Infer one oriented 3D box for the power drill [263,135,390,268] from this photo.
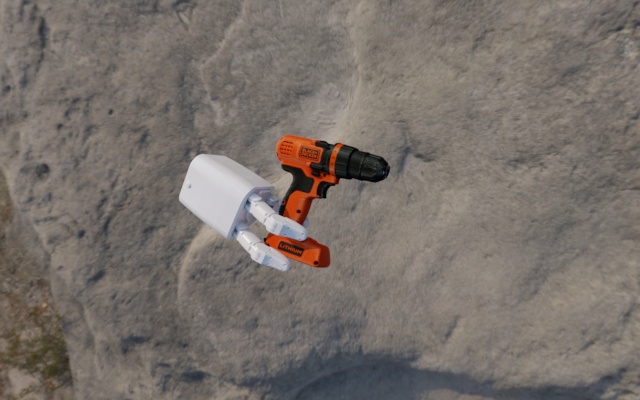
[{"bbox_3d":[0.000,0.003,0.725,0.184,0.187,0.057,16,1,26],"label":"power drill"}]
